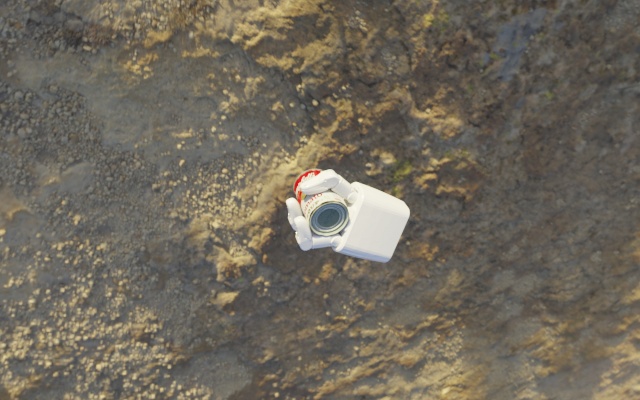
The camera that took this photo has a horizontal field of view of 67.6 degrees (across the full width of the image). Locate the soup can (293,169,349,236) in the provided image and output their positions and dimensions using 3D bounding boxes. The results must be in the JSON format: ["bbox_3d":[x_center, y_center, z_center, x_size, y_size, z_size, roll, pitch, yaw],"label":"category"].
[{"bbox_3d":[0.000,0.002,0.779,0.068,0.068,0.102,0,33,-19],"label":"soup can"}]
